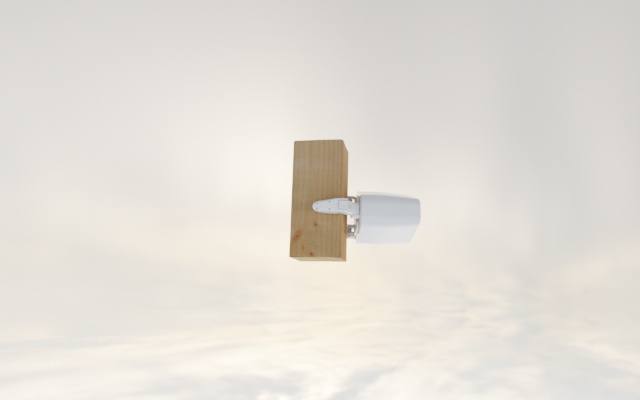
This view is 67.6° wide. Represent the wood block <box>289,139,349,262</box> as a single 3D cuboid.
[{"bbox_3d":[0.000,0.003,0.856,0.090,0.206,0.091,-1,-12,10],"label":"wood block"}]
